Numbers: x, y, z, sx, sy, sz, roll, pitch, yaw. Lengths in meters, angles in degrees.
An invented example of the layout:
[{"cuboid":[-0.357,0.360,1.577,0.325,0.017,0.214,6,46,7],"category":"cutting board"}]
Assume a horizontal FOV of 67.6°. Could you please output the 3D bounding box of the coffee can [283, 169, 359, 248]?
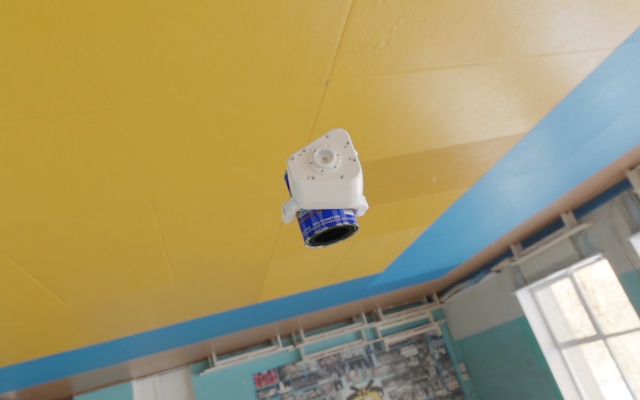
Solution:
[{"cuboid":[0.000,0.003,0.871,0.103,0.140,0.103,-16,-22,-6],"category":"coffee can"}]
